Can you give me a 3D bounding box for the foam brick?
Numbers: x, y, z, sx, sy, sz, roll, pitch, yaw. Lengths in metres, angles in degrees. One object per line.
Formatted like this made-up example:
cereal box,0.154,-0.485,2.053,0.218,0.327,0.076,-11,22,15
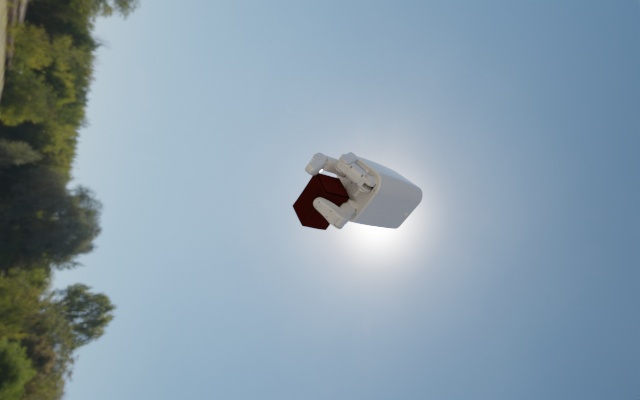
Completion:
foam brick,0.000,0.003,0.784,0.051,0.078,0.053,13,36,-36
